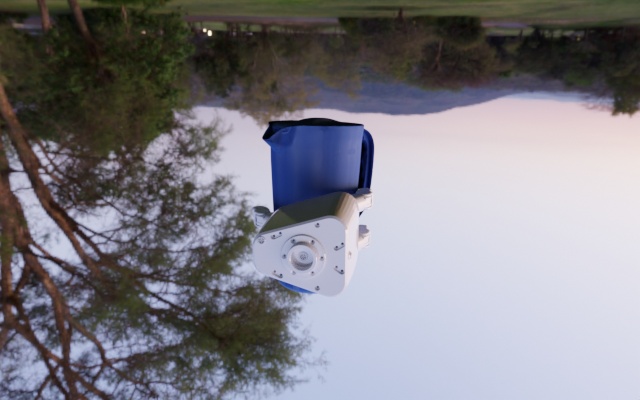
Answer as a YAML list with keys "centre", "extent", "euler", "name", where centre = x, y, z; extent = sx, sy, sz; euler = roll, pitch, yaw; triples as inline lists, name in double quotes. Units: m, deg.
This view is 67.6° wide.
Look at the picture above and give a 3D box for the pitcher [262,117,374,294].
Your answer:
- centre: [0.000, 0.002, 0.694]
  extent: [0.149, 0.243, 0.145]
  euler: [3, 13, 6]
  name: "pitcher"
